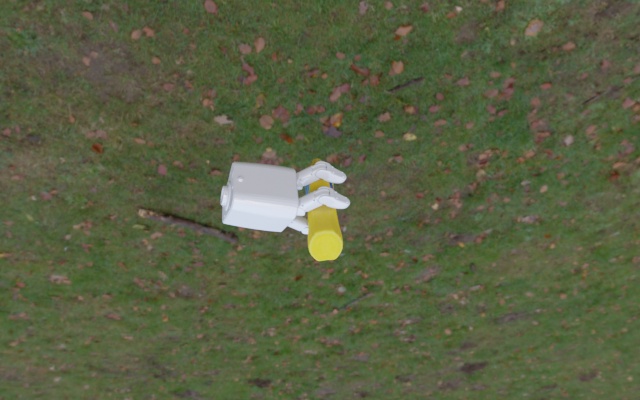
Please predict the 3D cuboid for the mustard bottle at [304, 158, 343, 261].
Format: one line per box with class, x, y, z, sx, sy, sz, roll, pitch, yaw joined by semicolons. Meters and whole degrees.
mustard bottle;0.000;0.003;0.840;0.058;0.191;0.096;-7;-36;0
